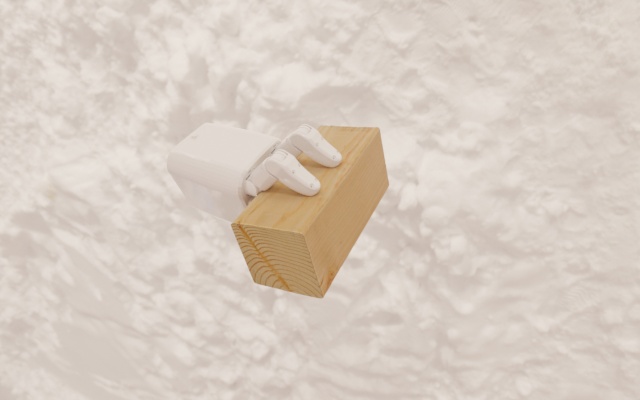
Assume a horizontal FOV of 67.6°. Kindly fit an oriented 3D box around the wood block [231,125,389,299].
[{"bbox_3d":[0.000,0.002,0.557,0.090,0.091,0.206,7,40,28],"label":"wood block"}]
